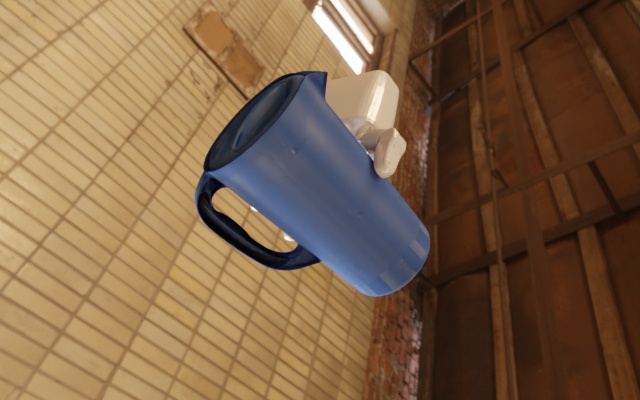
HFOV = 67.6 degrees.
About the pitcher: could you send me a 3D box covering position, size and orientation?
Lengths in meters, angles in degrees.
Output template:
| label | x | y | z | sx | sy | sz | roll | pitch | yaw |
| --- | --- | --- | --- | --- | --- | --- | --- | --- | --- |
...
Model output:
| label | x | y | z | sx | sy | sz | roll | pitch | yaw |
| --- | --- | --- | --- | --- | --- | --- | --- | --- | --- |
| pitcher | 0.000 | 0.001 | 0.504 | 0.149 | 0.145 | 0.243 | -23 | -56 | 38 |
